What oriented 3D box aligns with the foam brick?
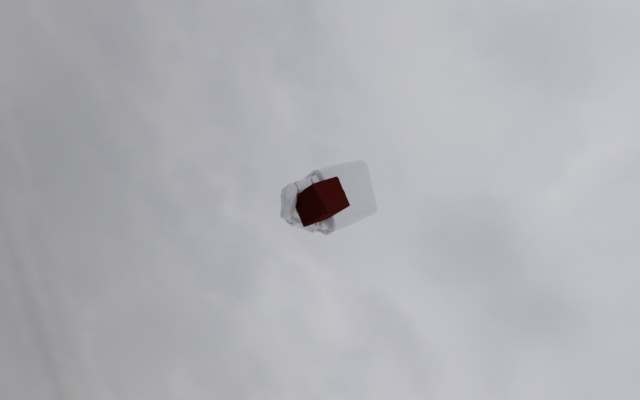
[{"bbox_3d":[0.000,0.003,0.764,0.051,0.053,0.078,-18,-8,-33],"label":"foam brick"}]
